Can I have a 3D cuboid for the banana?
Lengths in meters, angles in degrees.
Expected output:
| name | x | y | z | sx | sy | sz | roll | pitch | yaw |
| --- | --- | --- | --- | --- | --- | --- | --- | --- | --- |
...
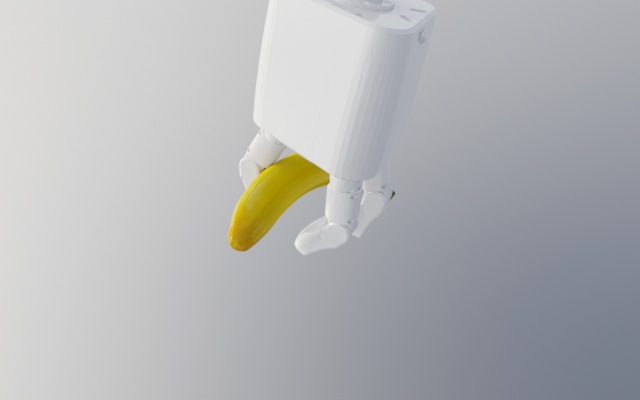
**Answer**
| name | x | y | z | sx | sy | sz | roll | pitch | yaw |
| --- | --- | --- | --- | --- | --- | --- | --- | --- | --- |
| banana | -0.008 | -0.014 | 0.422 | 0.198 | 0.069 | 0.037 | -18 | -25 | -41 |
